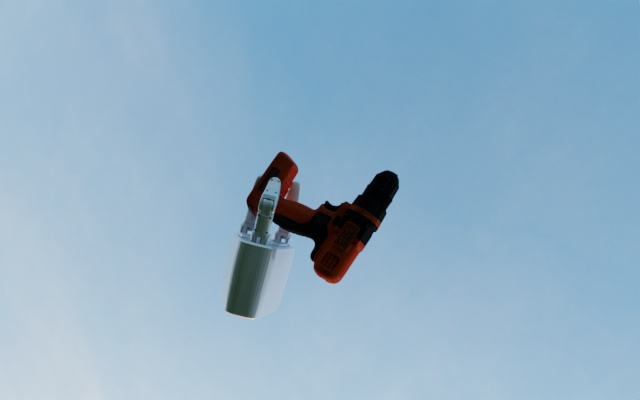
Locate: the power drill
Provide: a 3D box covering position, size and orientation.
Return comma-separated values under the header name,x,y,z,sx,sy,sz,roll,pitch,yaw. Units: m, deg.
name,x,y,z,sx,sy,sz,roll,pitch,yaw
power drill,0.000,0.002,0.702,0.187,0.184,0.057,30,-12,21
